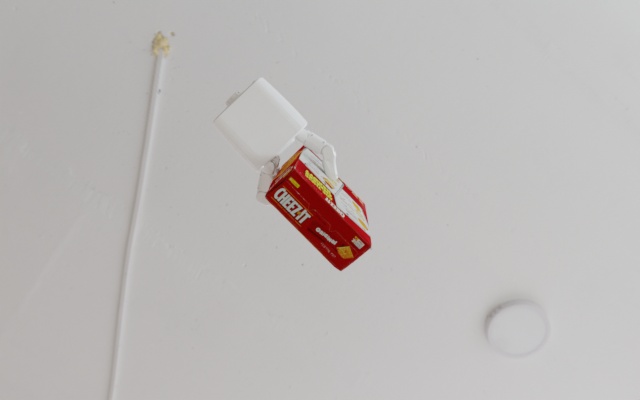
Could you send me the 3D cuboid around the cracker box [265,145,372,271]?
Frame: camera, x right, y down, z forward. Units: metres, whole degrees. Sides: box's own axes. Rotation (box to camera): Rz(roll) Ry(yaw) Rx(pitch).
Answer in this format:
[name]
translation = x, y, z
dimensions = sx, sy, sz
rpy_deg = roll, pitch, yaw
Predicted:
[cracker box]
translation = 0.000, 0.002, 0.786
dimensions = 0.072, 0.164, 0.213
rpy_deg = -43, 10, 13
